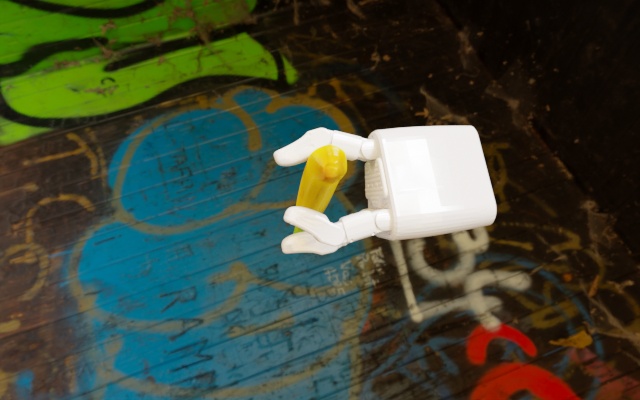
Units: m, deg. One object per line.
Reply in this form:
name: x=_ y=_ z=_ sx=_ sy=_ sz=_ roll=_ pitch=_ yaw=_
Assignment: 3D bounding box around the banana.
banana: x=0.000 y=-0.014 z=0.484 sx=0.037 sy=0.069 sz=0.198 roll=6 pitch=-24 yaw=-7
